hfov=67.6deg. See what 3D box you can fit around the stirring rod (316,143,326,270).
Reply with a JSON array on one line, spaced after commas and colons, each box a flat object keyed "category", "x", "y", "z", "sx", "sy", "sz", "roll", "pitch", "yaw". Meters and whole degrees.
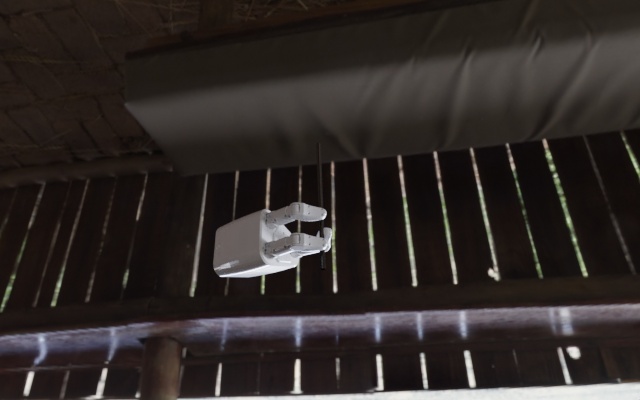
[{"category": "stirring rod", "x": 0.000, "y": 0.003, "z": 0.797, "sx": 0.011, "sy": 0.239, "sz": 0.011, "roll": -2, "pitch": -30, "yaw": -1}]
